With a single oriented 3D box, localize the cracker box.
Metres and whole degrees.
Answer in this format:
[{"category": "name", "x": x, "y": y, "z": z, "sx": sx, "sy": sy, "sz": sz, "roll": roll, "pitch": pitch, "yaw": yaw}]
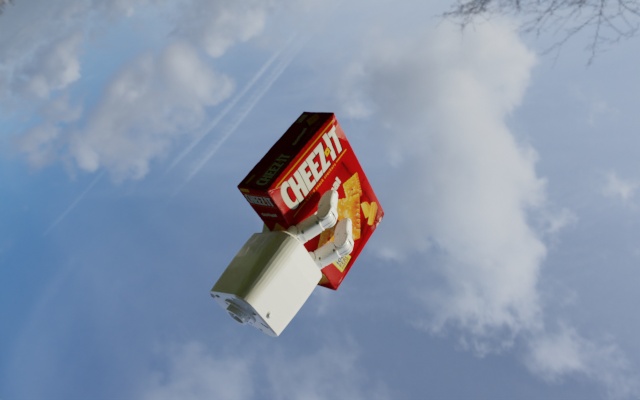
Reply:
[{"category": "cracker box", "x": 0.000, "y": 0.002, "z": 0.708, "sx": 0.072, "sy": 0.164, "sz": 0.214, "roll": 9, "pitch": -39, "yaw": 42}]
